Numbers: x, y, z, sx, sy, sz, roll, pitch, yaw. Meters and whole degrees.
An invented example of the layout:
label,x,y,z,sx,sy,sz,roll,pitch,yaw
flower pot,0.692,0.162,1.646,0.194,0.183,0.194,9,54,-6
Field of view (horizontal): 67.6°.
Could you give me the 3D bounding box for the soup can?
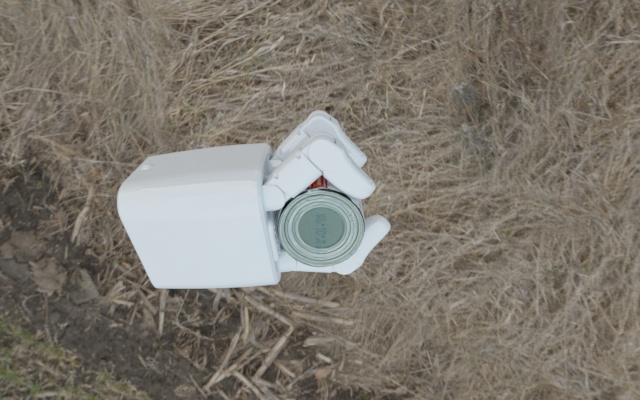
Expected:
label,x,y,z,sx,sy,sz,roll,pitch,yaw
soup can,0.001,0.001,0.401,0.068,0.068,0.102,0,24,0
